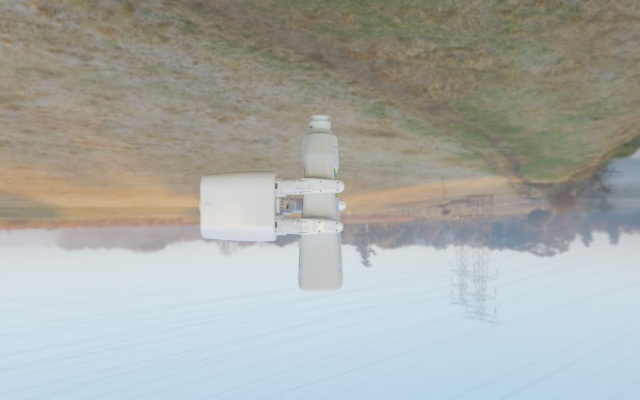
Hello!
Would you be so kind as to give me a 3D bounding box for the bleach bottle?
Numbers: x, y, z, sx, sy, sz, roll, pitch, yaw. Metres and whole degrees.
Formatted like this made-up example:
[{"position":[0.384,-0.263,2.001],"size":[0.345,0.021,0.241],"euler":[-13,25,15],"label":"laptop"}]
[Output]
[{"position":[0.000,0.002,0.710],"size":[0.068,0.251,0.102],"euler":[0,0,2],"label":"bleach bottle"}]
